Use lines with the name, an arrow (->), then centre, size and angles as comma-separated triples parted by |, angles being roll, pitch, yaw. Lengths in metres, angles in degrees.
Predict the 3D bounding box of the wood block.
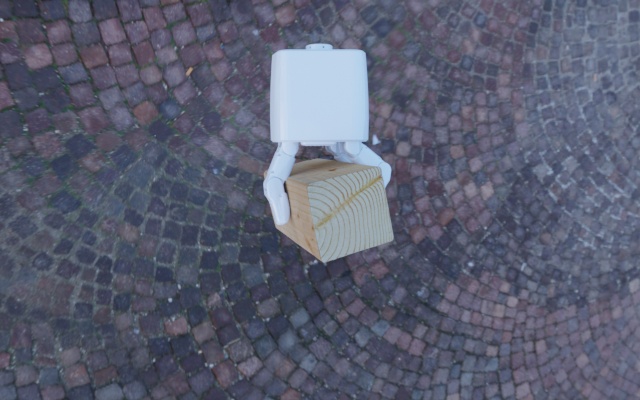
wood block -> 0.000, 0.002, 0.614 | 0.091, 0.090, 0.206 | -15, 12, -17
